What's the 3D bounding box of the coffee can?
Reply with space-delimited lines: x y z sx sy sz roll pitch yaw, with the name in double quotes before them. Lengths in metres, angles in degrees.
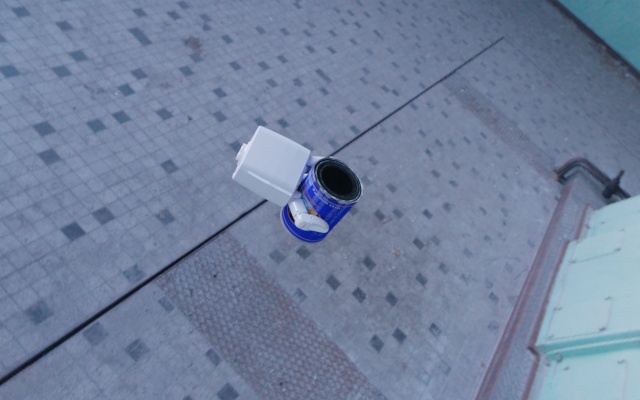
"coffee can" 0.000 0.003 0.887 0.103 0.102 0.140 0 -35 -35
